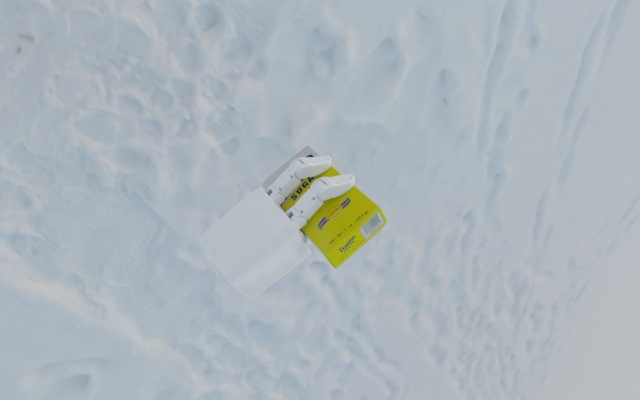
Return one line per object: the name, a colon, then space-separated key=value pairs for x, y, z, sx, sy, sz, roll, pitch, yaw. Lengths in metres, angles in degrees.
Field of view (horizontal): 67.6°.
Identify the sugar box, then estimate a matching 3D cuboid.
sugar box: x=0.000 y=0.002 z=0.651 sx=0.176 sy=0.093 sz=0.048 roll=44 pitch=-9 yaw=40
